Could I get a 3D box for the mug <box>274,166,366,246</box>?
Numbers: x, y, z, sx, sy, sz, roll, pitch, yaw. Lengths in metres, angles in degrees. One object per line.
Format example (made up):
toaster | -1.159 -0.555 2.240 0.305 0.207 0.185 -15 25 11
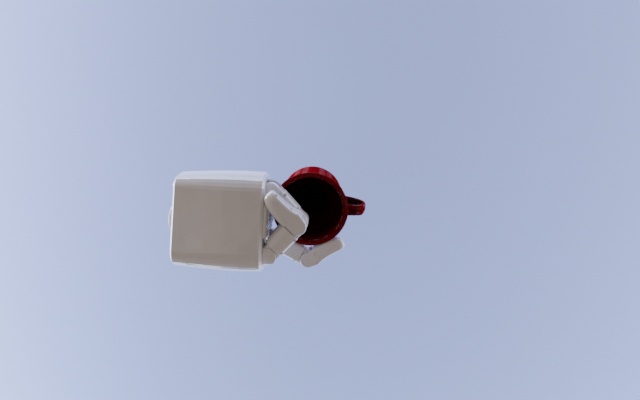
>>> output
mug | 0.002 0.002 0.622 0.117 0.093 0.081 3 14 0
